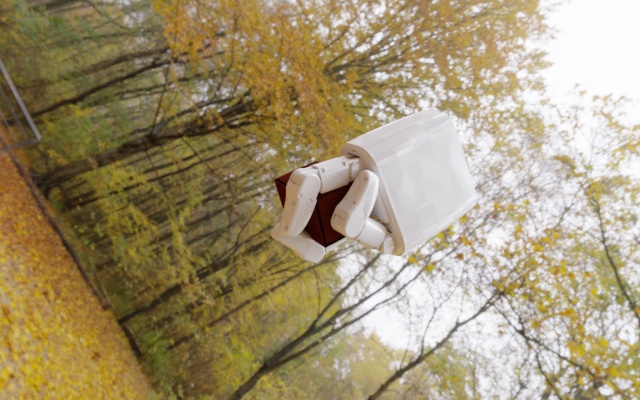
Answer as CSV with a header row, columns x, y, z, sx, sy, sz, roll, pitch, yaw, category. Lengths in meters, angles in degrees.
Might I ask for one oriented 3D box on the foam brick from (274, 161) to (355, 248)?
x,y,z,sx,sy,sz,roll,pitch,yaw,category
0.000,0.001,0.468,0.051,0.053,0.078,-28,31,-23,foam brick
